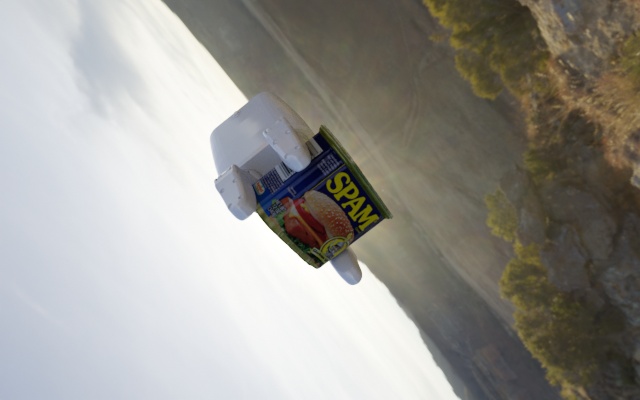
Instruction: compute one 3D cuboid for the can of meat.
[{"bbox_3d":[0.000,0.002,0.404,0.102,0.084,0.057,49,4,-42],"label":"can of meat"}]
